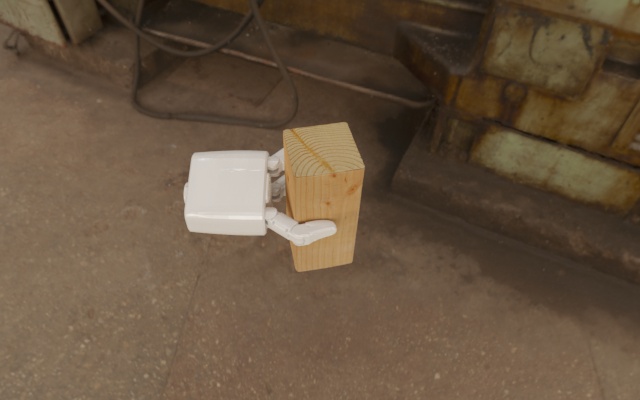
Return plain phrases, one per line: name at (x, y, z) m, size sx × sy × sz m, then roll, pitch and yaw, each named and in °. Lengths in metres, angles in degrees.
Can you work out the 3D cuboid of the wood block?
wood block at (0.000, 0.002, 0.678) m, size 0.090 × 0.090 × 0.206 m, roll -8°, pitch -40°, yaw -9°
